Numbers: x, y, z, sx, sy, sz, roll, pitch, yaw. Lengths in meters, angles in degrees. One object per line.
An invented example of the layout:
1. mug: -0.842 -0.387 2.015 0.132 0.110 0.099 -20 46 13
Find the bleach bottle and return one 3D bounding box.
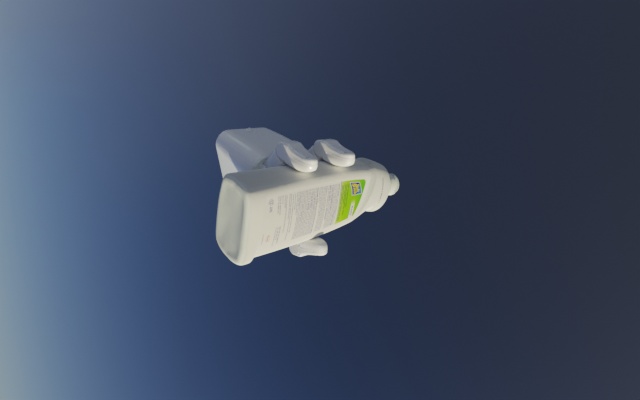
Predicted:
1. bleach bottle: 0.000 0.002 0.590 0.251 0.103 0.068 -10 34 -38
